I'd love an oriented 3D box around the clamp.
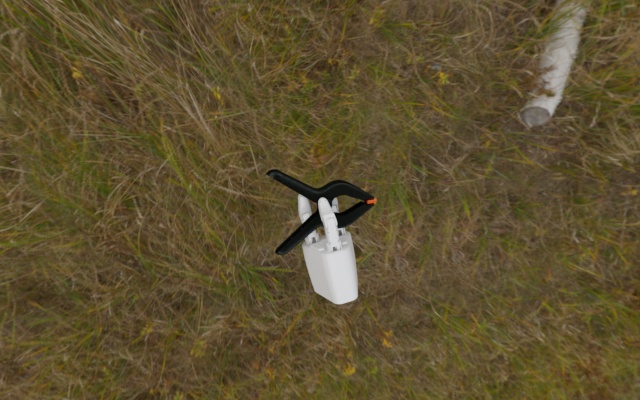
[{"bbox_3d":[0.001,0.003,0.898,0.210,0.165,0.036,-15,18,-9],"label":"clamp"}]
